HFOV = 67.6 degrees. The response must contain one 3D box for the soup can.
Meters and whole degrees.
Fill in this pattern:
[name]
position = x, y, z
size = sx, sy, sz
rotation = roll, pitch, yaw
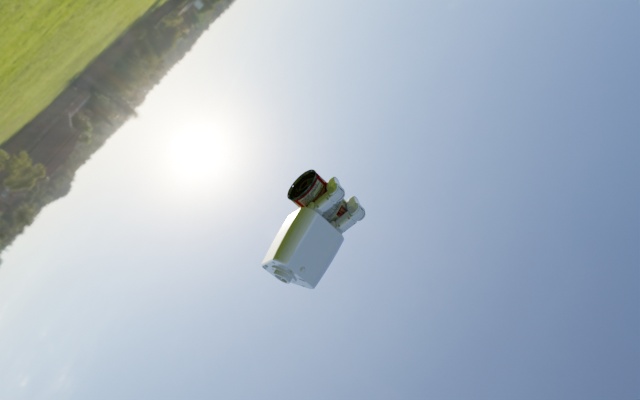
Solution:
[soup can]
position = 0.000, 0.003, 0.849
size = 0.102, 0.068, 0.068
rotation = 43, -21, -25
